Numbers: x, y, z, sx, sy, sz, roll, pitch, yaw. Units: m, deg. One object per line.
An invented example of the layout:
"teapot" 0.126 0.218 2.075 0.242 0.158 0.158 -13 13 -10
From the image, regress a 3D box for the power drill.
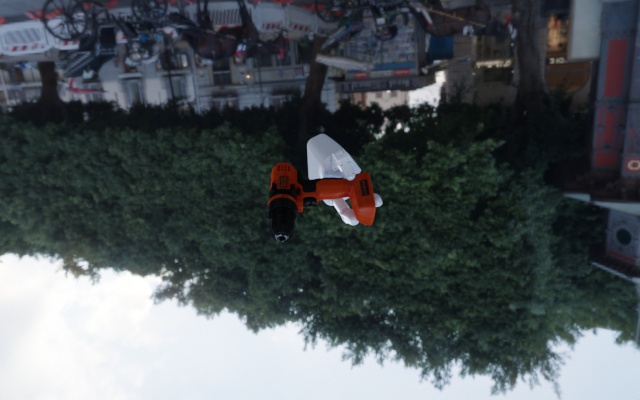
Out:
"power drill" 0.001 0.003 0.851 0.187 0.057 0.184 3 44 -6
